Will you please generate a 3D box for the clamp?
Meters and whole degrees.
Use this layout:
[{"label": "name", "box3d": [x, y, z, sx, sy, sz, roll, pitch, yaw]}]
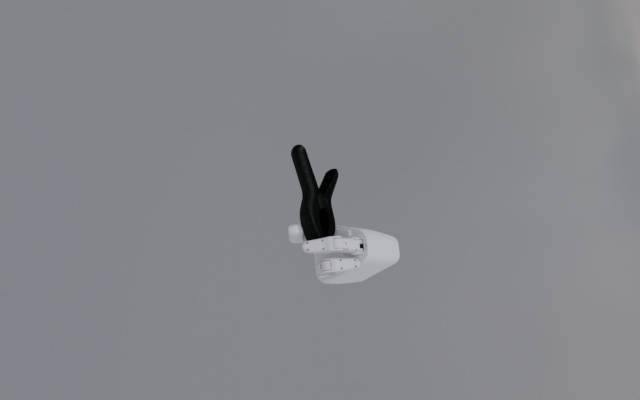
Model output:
[{"label": "clamp", "box3d": [0.001, 0.003, 0.772, 0.039, 0.171, 0.120, -15, -17, 36]}]
